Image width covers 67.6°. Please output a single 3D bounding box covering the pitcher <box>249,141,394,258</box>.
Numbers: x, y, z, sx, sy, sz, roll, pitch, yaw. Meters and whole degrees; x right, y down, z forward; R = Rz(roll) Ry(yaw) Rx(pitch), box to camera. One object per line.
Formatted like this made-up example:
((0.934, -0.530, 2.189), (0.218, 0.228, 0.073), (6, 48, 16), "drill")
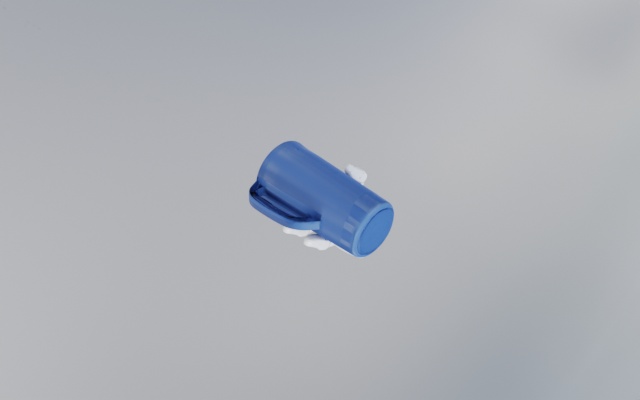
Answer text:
((0.000, 0.003, 0.853), (0.242, 0.149, 0.145), (33, -2, 33), "pitcher")
